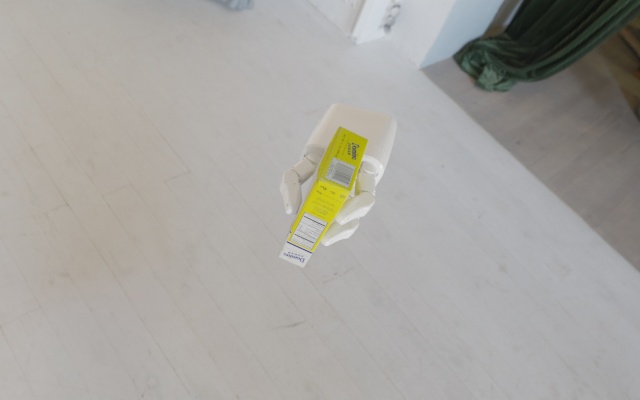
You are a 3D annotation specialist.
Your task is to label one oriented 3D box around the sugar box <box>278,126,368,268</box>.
[{"bbox_3d":[0.001,0.002,0.600,0.048,0.093,0.176,24,-40,-1],"label":"sugar box"}]
